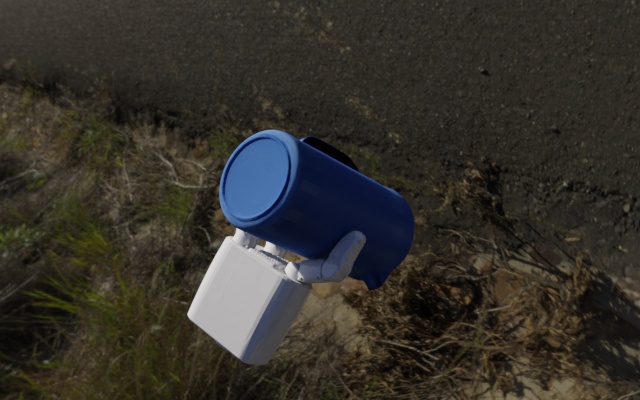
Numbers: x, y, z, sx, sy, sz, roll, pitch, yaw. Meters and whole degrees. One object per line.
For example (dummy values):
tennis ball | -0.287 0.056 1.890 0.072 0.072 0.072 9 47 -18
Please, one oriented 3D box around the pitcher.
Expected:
pitcher | 0.000 0.002 0.568 0.149 0.145 0.243 30 1 39
